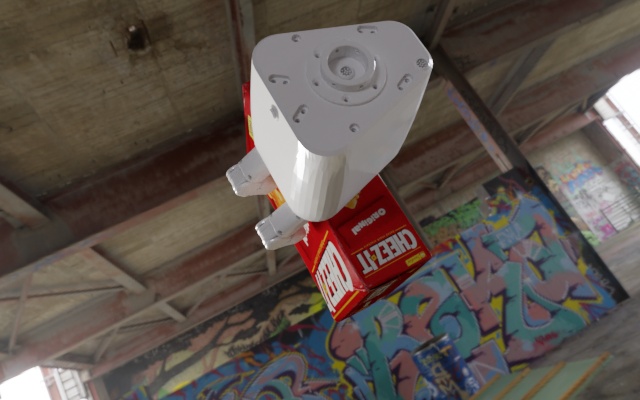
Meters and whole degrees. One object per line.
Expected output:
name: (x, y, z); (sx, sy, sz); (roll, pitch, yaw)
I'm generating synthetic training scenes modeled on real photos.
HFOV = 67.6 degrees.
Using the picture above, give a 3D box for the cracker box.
cracker box: (0.000, 0.001, 0.471); (0.072, 0.213, 0.164); (-26, -17, -16)
